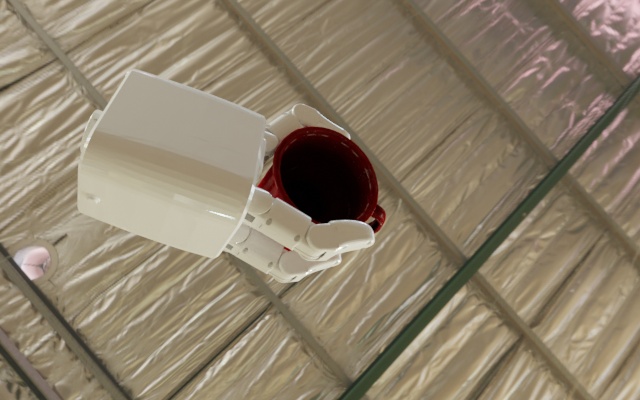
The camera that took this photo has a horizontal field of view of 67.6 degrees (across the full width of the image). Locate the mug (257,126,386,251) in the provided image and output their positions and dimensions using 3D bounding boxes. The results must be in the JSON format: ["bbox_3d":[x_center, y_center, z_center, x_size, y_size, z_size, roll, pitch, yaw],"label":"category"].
[{"bbox_3d":[0.001,0.002,0.415,0.117,0.093,0.081,22,-32,-17],"label":"mug"}]
